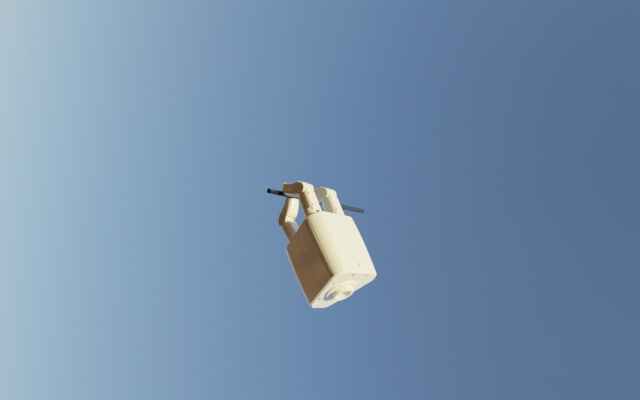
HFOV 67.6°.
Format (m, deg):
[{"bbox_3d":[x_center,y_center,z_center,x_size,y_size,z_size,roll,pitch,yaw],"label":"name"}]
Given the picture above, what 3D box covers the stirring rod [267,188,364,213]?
[{"bbox_3d":[0.000,0.003,0.841,0.011,0.011,0.239,0,-9,44],"label":"stirring rod"}]
